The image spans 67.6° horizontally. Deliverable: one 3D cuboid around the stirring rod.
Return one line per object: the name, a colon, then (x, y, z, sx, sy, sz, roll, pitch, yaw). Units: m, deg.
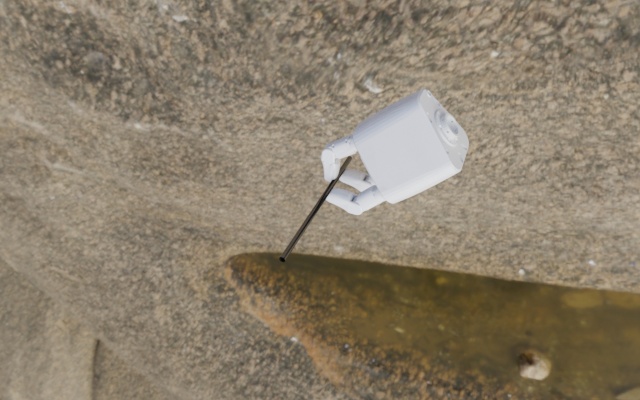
stirring rod: (0.000, 0.002, 0.656, 0.011, 0.011, 0.239, 0, 35, 28)
